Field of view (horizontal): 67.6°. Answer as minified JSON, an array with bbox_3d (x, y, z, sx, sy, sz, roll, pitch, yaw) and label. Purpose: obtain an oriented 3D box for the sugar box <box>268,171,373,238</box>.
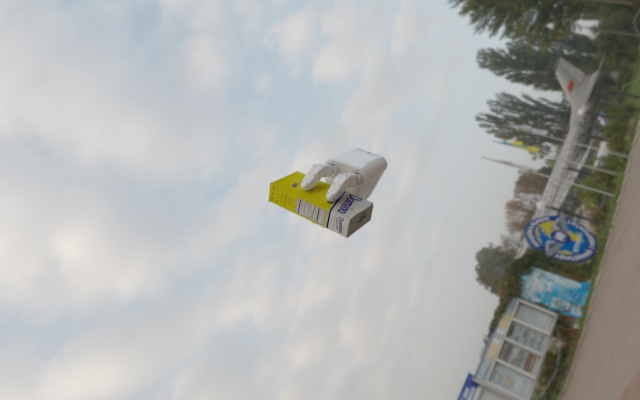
[{"bbox_3d":[0.000,0.002,0.880,0.176,0.048,0.093,21,29,26],"label":"sugar box"}]
